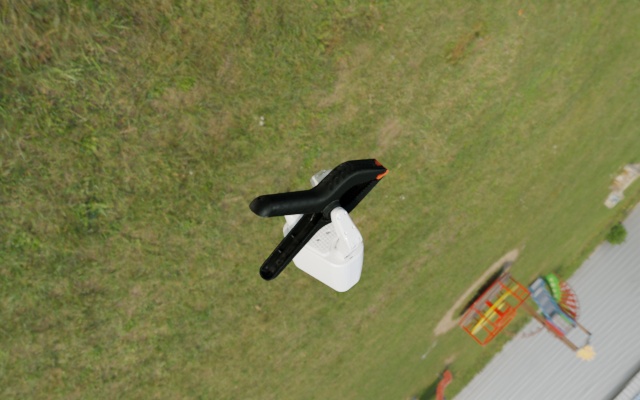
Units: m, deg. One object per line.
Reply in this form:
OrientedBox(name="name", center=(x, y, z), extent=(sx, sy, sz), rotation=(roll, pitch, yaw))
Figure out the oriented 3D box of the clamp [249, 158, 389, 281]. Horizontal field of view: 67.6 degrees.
OrientedBox(name="clamp", center=(0.001, 0.002, 0.587), extent=(0.210, 0.036, 0.165), rotation=(-37, -26, -17))
